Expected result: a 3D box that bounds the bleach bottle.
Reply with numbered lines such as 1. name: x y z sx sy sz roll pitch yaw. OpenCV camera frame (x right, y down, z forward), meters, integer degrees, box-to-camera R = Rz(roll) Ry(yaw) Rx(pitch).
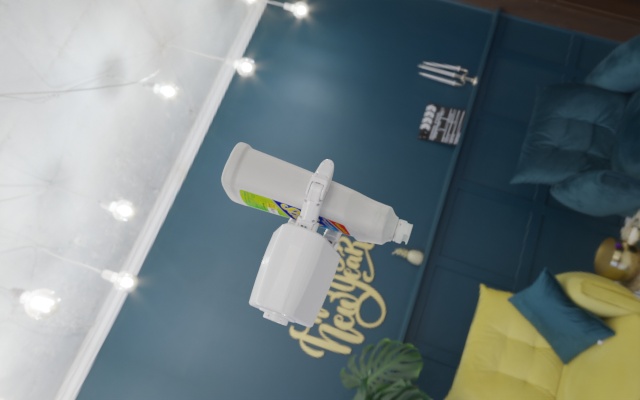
1. bleach bottle: 0.000 0.002 0.640 0.251 0.068 0.103 19 -18 8
